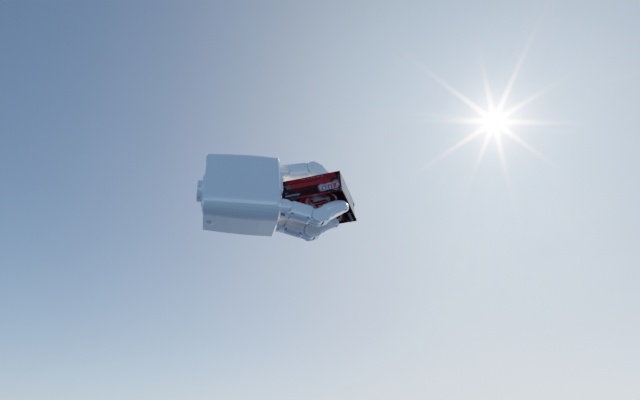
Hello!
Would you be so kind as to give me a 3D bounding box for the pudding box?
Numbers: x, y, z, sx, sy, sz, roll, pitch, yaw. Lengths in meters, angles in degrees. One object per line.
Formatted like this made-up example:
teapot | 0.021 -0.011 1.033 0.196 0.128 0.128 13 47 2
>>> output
pudding box | 0.000 0.002 0.725 0.090 0.039 0.113 -10 -26 12
